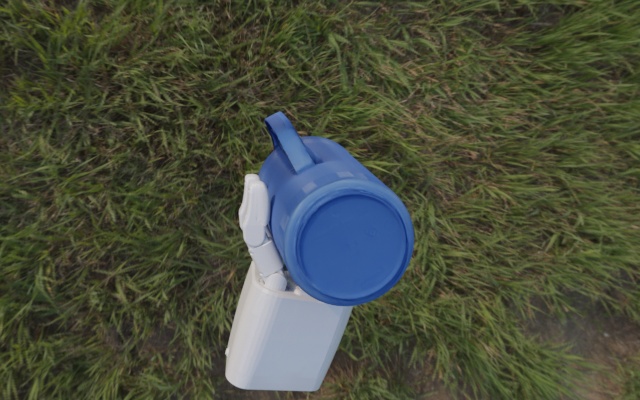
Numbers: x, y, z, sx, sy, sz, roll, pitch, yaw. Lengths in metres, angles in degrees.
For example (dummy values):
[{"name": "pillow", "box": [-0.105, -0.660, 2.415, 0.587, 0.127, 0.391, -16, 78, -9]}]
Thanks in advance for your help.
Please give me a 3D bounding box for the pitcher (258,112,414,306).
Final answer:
[{"name": "pitcher", "box": [0.000, 0.002, 0.486, 0.149, 0.145, 0.242, 18, 9, -13]}]
